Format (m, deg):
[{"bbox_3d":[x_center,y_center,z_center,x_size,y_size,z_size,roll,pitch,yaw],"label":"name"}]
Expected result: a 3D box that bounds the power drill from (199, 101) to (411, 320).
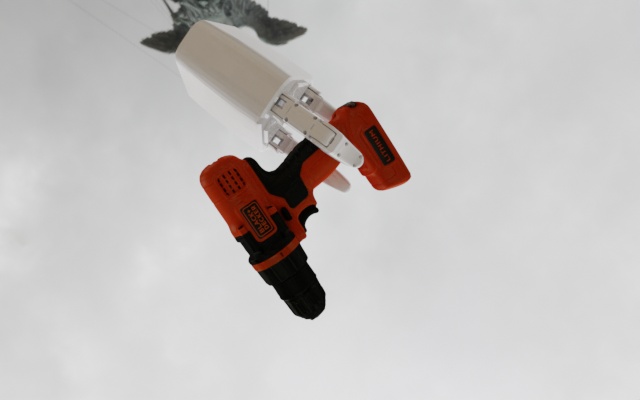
[{"bbox_3d":[0.000,0.001,0.486,0.187,0.184,0.057,-37,12,-18],"label":"power drill"}]
